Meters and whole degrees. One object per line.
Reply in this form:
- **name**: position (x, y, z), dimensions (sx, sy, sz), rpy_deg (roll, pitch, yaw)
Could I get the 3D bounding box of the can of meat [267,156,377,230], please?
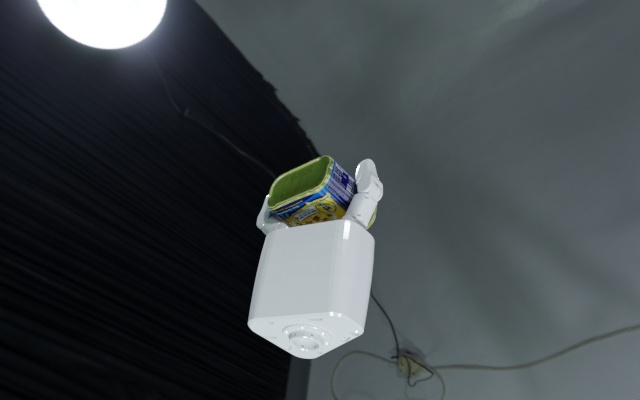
- **can of meat**: position (0.000, 0.002, 0.556), dimensions (0.102, 0.057, 0.084), rpy_deg (-22, -49, 37)
